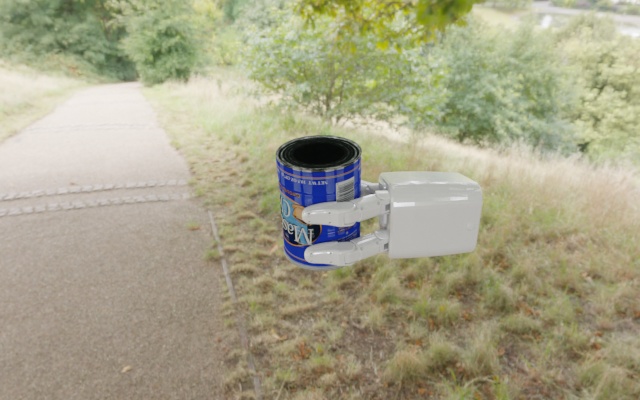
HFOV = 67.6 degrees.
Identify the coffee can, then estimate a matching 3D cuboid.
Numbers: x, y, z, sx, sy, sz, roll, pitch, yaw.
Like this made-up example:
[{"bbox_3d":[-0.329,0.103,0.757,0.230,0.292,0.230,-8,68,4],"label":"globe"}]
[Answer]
[{"bbox_3d":[0.000,0.002,0.599,0.103,0.140,0.102,-2,29,1],"label":"coffee can"}]
